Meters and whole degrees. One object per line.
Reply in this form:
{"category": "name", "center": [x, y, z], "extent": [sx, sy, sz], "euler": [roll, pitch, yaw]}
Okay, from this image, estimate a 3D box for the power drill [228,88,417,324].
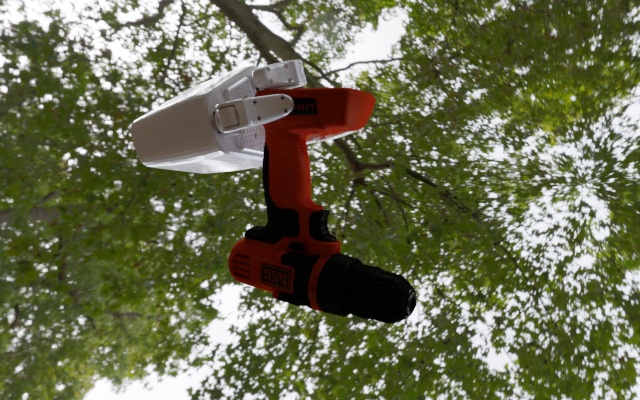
{"category": "power drill", "center": [0.000, 0.001, 0.408], "extent": [0.184, 0.187, 0.057], "euler": [8, 7, 31]}
